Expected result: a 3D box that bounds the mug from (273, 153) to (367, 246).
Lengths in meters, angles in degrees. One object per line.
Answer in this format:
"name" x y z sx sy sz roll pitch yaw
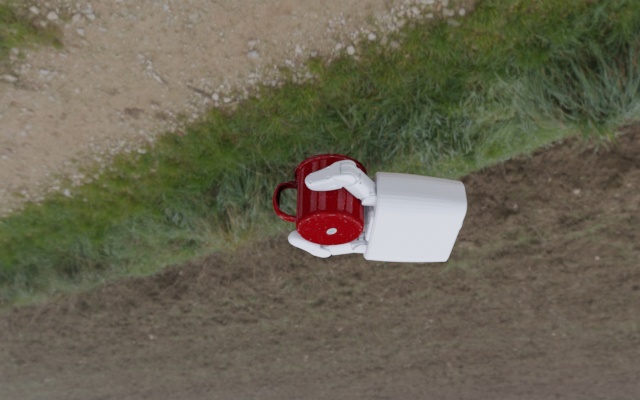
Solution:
"mug" -0.001 0.002 0.583 0.117 0.081 0.093 3 -32 -3
